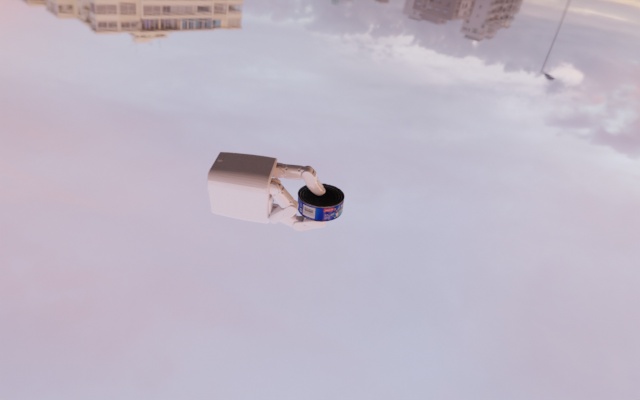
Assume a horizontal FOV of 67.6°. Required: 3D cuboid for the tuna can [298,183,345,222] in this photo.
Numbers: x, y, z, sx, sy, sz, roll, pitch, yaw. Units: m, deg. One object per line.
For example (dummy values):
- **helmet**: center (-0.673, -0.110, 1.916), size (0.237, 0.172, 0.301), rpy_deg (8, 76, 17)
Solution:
- **tuna can**: center (0.000, 0.003, 0.874), size (0.086, 0.034, 0.086), rpy_deg (3, 31, -2)
